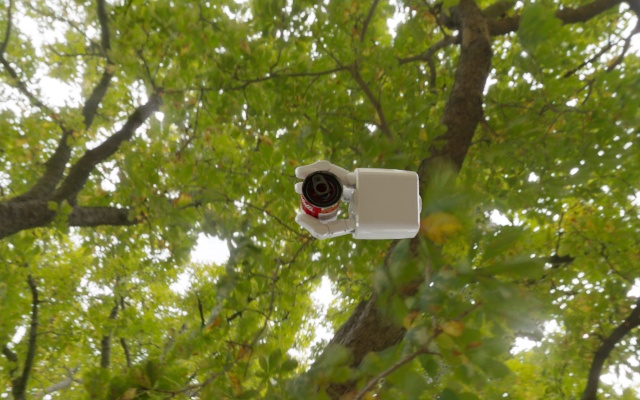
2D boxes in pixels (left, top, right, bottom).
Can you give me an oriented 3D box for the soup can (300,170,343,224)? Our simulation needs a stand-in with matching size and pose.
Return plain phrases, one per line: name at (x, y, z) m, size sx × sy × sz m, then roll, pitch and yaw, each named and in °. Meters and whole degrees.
soup can at (0.000, 0.003, 0.813) m, size 0.068 × 0.068 × 0.102 m, roll 0°, pitch -26°, yaw -4°
